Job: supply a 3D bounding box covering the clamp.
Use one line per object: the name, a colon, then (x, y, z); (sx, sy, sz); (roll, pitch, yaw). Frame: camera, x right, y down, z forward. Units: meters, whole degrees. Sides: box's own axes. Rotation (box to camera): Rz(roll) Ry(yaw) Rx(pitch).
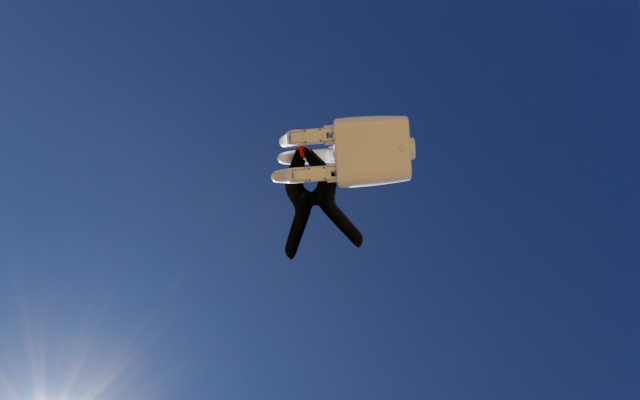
clamp: (0.000, 0.002, 0.717); (0.120, 0.171, 0.039); (-3, 5, 8)
